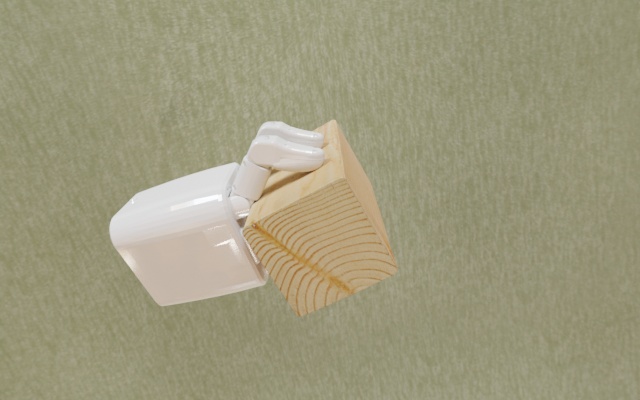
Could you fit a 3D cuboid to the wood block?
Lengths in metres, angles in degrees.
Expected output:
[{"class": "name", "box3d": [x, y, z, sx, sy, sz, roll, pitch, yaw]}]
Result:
[{"class": "wood block", "box3d": [0.000, 0.002, 0.452, 0.090, 0.091, 0.206, -27, 19, 10]}]
